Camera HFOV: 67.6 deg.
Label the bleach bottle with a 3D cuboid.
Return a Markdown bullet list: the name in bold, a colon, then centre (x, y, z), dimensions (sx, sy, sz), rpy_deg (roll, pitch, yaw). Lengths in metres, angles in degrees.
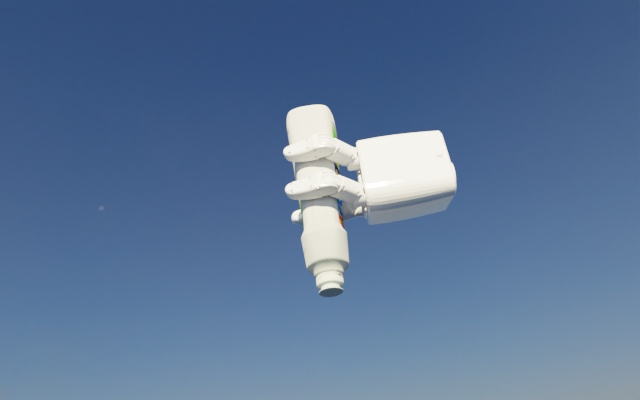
- **bleach bottle**: centre (0.000, 0.002, 0.606), dimensions (0.068, 0.250, 0.103), rpy_deg (-9, -32, 3)
